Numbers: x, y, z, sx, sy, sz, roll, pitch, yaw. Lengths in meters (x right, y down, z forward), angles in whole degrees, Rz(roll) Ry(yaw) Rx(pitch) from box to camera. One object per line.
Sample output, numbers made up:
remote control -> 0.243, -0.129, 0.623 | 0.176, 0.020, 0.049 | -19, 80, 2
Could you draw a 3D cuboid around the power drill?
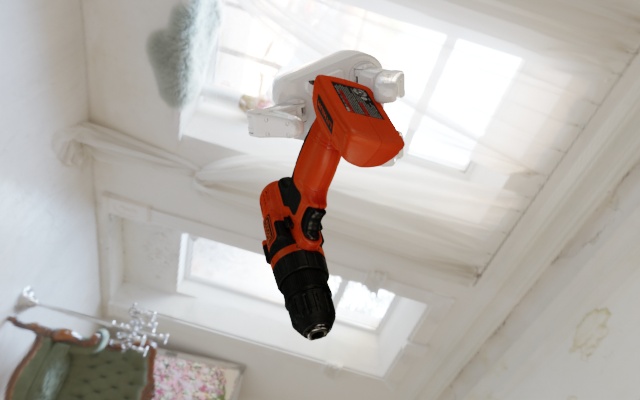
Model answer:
power drill -> 0.000, 0.001, 0.422 | 0.057, 0.188, 0.184 | 8, 39, -28
